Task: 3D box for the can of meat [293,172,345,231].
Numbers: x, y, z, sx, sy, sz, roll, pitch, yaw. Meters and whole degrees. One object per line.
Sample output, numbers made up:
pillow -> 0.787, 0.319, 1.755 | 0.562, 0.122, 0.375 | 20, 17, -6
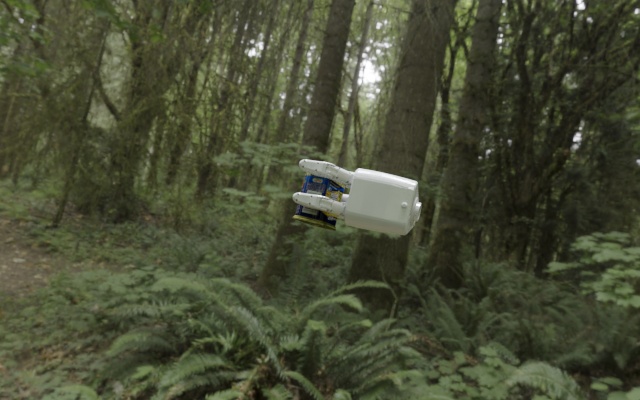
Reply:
can of meat -> 0.000, 0.002, 0.844 | 0.057, 0.084, 0.102 | 12, -6, 23
